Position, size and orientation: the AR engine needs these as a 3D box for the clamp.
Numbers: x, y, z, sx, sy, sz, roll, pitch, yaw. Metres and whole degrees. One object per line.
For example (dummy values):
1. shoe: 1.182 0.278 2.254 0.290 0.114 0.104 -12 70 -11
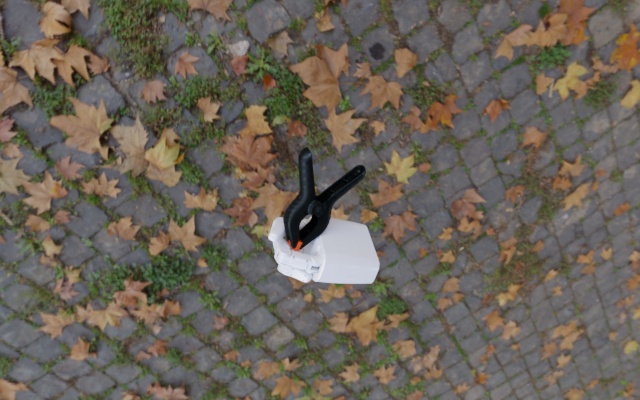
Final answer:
1. clamp: 0.000 0.003 0.749 0.120 0.171 0.039 8 27 -25
